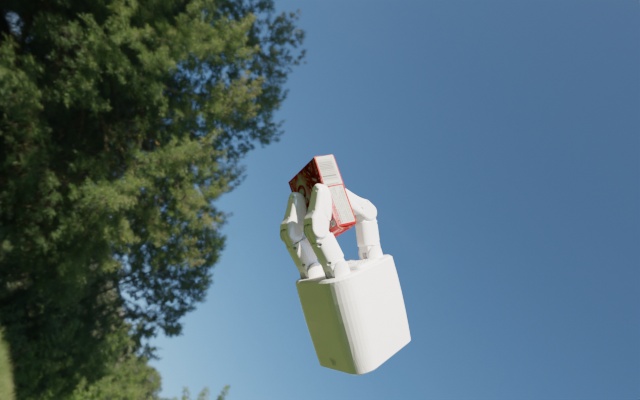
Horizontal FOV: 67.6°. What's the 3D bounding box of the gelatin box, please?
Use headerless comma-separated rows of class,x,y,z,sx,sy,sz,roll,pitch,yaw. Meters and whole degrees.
gelatin box,0.000,0.001,0.561,0.030,0.089,0.073,-10,-16,-32
